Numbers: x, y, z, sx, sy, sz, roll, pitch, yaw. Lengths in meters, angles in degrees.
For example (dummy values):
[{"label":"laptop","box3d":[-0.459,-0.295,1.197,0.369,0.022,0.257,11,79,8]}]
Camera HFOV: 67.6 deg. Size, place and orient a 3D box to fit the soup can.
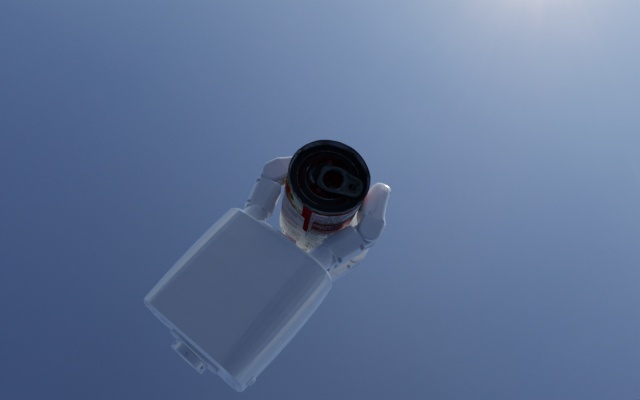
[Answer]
[{"label":"soup can","box3d":[0.000,0.001,0.429,0.068,0.068,0.102,0,-25,-9]}]
